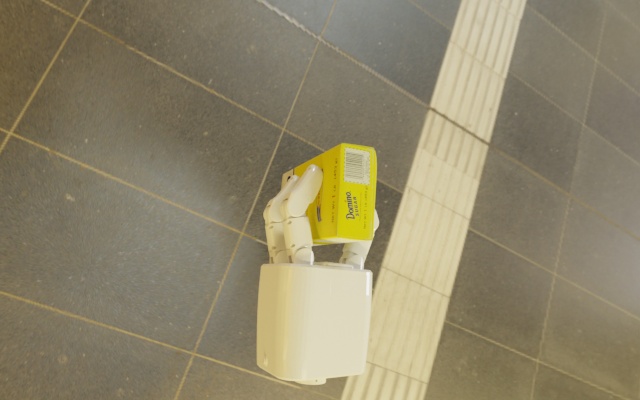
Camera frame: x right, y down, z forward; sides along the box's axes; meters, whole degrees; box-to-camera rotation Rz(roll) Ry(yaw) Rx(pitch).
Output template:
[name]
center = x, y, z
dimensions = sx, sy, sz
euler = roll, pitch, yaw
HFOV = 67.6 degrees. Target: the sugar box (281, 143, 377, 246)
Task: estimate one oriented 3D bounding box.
[sugar box]
center = 0.000, 0.002, 0.531
dimensions = 0.048, 0.093, 0.176
euler = 8, -11, -25
